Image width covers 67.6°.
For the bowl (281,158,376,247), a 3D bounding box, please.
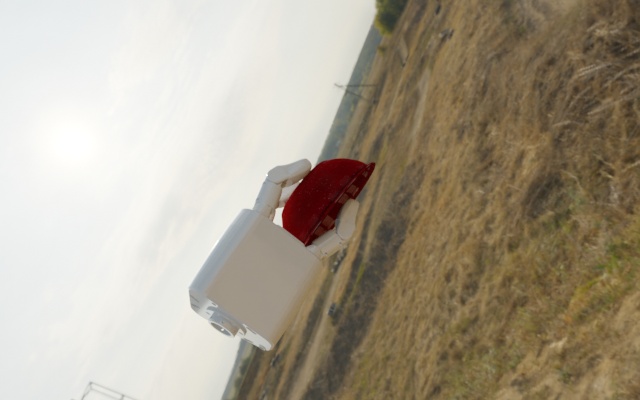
[{"bbox_3d":[0.000,0.001,0.605,0.055,0.162,0.162,38,7,9],"label":"bowl"}]
